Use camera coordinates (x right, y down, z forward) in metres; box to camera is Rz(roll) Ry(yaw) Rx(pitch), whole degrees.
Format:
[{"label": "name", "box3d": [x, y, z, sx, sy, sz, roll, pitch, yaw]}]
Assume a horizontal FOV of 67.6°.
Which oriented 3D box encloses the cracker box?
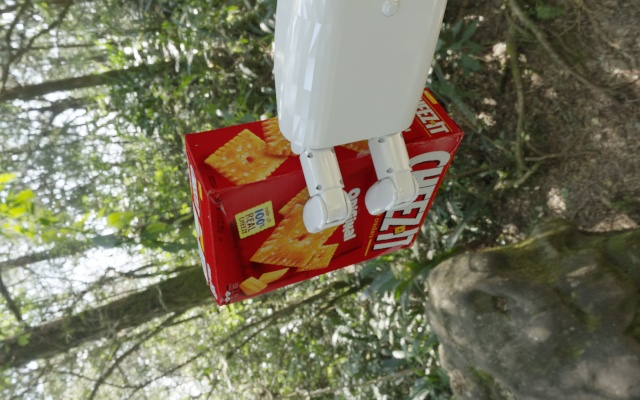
[{"label": "cracker box", "box3d": [0.000, 0.001, 0.422, 0.213, 0.072, 0.164, -14, -36, -20]}]
